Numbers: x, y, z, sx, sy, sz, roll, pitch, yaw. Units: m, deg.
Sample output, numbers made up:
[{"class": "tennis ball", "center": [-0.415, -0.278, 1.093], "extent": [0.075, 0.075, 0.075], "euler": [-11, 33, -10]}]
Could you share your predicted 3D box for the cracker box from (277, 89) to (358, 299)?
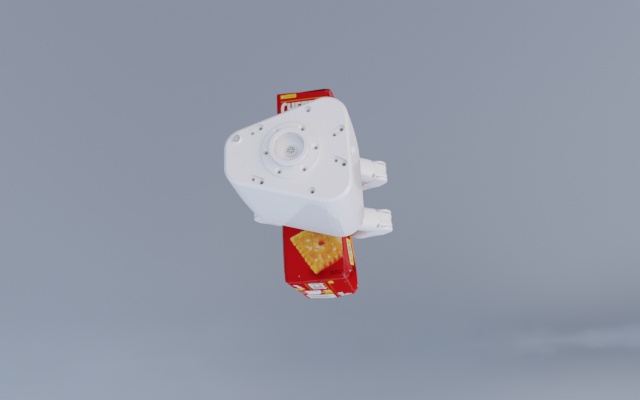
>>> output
[{"class": "cracker box", "center": [0.000, 0.002, 0.573], "extent": [0.072, 0.213, 0.164], "euler": [-5, -18, 6]}]
